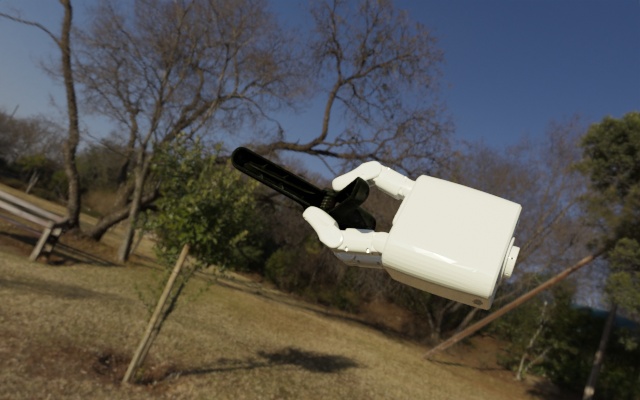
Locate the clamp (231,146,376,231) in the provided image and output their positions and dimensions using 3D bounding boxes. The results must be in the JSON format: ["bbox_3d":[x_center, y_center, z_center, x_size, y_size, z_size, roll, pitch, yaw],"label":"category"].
[{"bbox_3d":[0.001,0.001,0.553,0.164,0.036,0.210,20,-13,24],"label":"clamp"}]
